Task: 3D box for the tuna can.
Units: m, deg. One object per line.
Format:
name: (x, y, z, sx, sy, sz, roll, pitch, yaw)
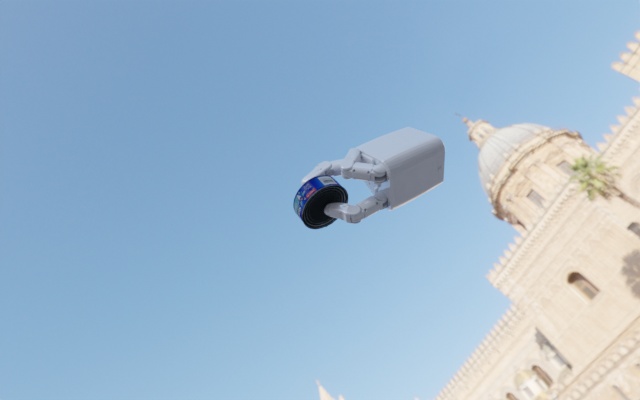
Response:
tuna can: (0.000, 0.002, 0.763, 0.086, 0.086, 0.033, 0, 35, -39)
